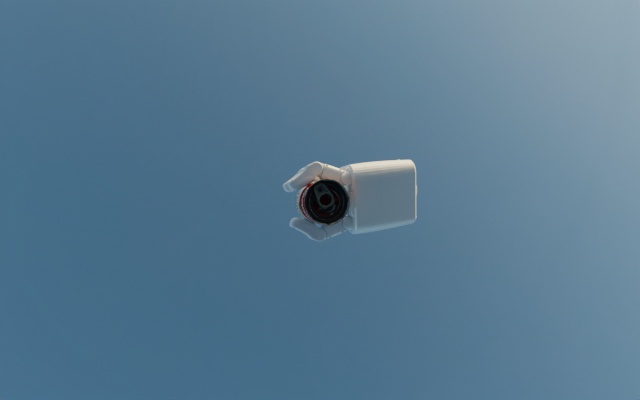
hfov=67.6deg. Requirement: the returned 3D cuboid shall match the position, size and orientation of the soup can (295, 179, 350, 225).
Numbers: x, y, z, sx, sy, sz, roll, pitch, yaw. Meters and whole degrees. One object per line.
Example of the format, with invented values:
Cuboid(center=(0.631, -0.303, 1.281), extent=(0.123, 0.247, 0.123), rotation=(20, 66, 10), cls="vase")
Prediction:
Cuboid(center=(0.000, 0.003, 0.740), extent=(0.068, 0.068, 0.102), rotation=(0, 0, -11), cls="soup can")
